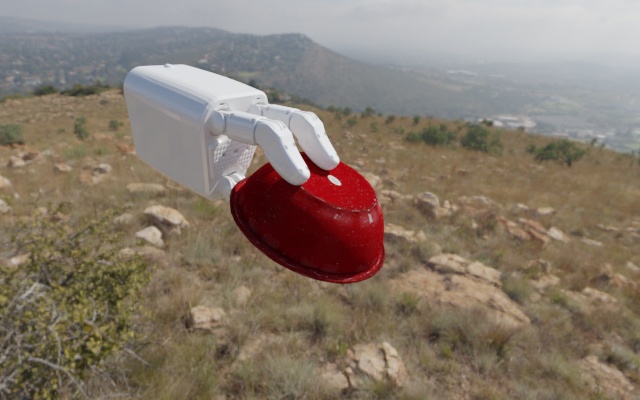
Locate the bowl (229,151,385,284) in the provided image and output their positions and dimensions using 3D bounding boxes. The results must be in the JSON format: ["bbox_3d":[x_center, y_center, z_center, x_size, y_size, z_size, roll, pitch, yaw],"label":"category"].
[{"bbox_3d":[0.001,0.002,0.450,0.162,0.055,0.162,21,30,-12],"label":"bowl"}]
